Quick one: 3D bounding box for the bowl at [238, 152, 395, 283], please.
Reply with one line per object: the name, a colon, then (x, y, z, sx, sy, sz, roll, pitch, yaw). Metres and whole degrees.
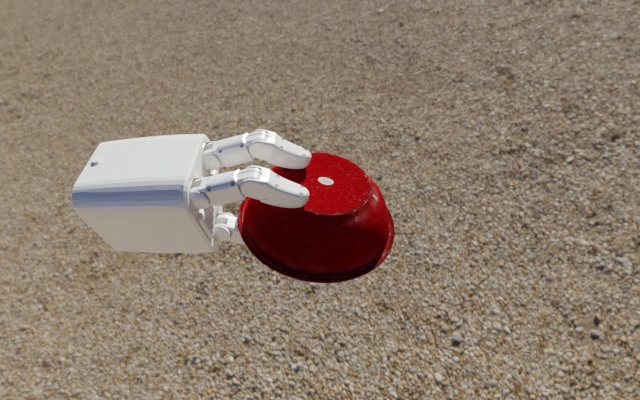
bowl: (0.001, 0.001, 0.473, 0.162, 0.055, 0.162, 6, 42, -5)
